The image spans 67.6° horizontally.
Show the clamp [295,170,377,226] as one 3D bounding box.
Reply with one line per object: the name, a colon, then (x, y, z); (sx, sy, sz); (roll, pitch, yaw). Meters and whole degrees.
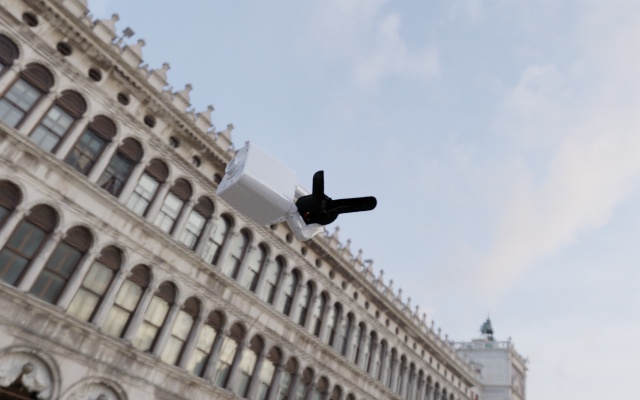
clamp: (0.000, 0.002, 0.823); (0.120, 0.039, 0.171); (37, -39, -25)
